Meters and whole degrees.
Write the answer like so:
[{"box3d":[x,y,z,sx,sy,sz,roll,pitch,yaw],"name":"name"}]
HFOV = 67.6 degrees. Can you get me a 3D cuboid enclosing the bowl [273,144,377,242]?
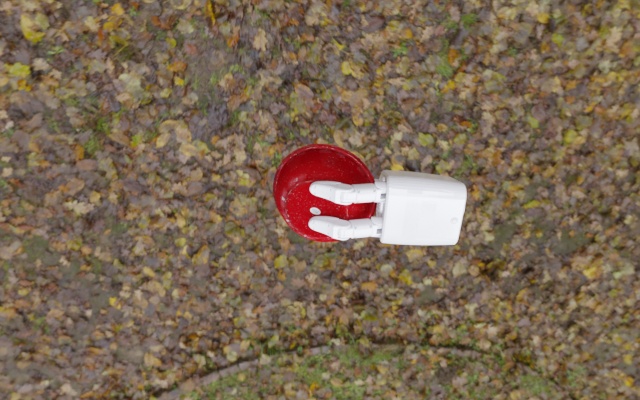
[{"box3d":[-0.001,0.003,0.695,0.162,0.162,0.055,0,25,14],"name":"bowl"}]
